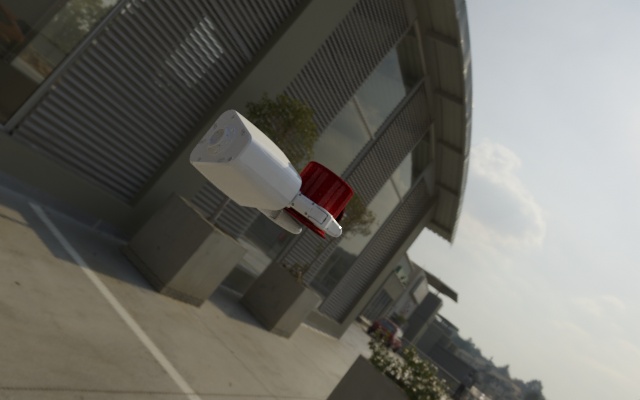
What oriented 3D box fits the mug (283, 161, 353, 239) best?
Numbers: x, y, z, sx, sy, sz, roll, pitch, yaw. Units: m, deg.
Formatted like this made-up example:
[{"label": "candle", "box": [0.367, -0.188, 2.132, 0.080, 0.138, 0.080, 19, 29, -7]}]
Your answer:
[{"label": "mug", "box": [0.001, 0.003, 0.709, 0.093, 0.081, 0.117, 32, -7, 45]}]
